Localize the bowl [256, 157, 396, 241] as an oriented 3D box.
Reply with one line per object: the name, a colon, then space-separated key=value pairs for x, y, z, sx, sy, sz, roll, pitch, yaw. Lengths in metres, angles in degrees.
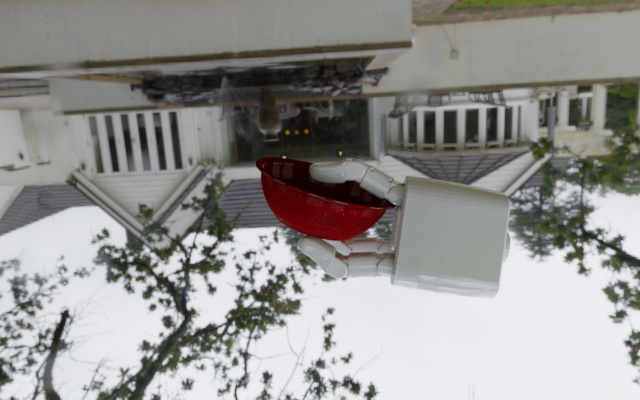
bowl: x=-0.001 y=0.002 z=0.535 sx=0.162 sy=0.055 sz=0.162 roll=16 pitch=14 yaw=-4
